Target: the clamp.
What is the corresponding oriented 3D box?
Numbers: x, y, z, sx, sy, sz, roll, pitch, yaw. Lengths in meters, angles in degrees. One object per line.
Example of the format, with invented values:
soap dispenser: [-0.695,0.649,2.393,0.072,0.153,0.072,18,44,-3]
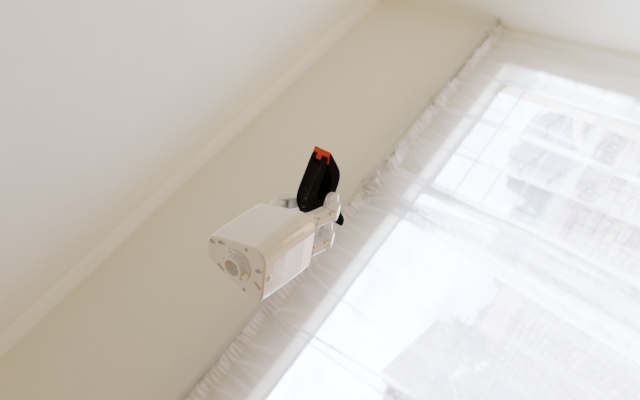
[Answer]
clamp: [-0.001,0.002,0.778,0.036,0.210,0.164,27,38,24]
